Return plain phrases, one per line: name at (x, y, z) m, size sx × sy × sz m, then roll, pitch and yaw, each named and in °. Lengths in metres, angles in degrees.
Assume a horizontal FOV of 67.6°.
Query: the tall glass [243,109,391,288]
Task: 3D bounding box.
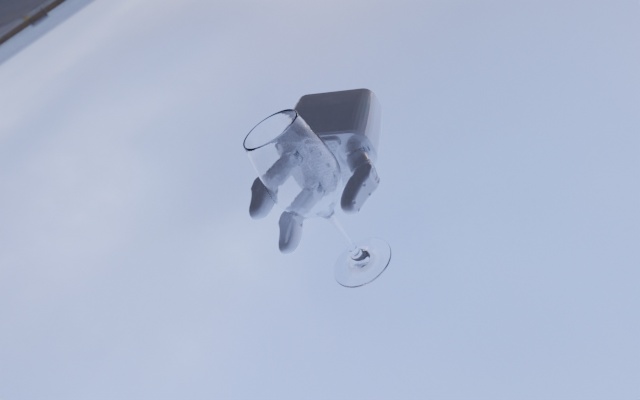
tall glass at (0.000, 0.002, 0.506) m, size 0.079 × 0.201 × 0.079 m, roll -24°, pitch 33°, yaw 17°
